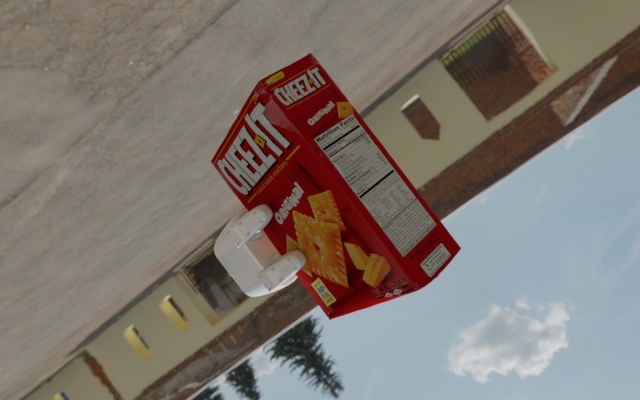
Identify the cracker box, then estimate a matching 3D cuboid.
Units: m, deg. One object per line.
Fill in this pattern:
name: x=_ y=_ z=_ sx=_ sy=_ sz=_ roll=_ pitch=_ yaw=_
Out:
cracker box: x=0.000 y=0.002 z=0.454 sx=0.072 sy=0.213 sz=0.164 roll=-38 pitch=0 yaw=-34
